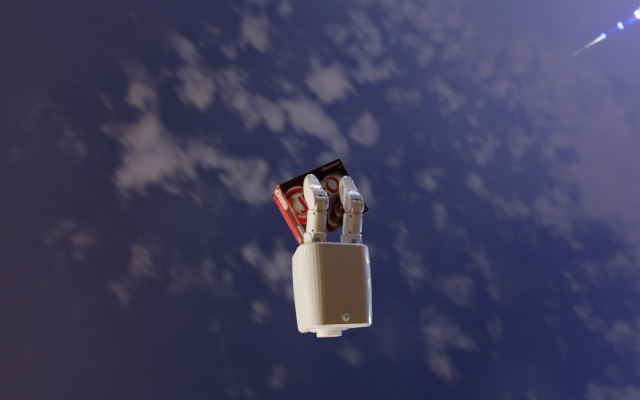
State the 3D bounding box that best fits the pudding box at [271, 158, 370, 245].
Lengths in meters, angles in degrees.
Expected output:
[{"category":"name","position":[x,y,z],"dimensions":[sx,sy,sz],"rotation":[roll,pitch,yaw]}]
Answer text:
[{"category":"pudding box","position":[0.000,0.002,0.676],"dimensions":[0.113,0.090,0.039],"rotation":[-26,-5,-32]}]
